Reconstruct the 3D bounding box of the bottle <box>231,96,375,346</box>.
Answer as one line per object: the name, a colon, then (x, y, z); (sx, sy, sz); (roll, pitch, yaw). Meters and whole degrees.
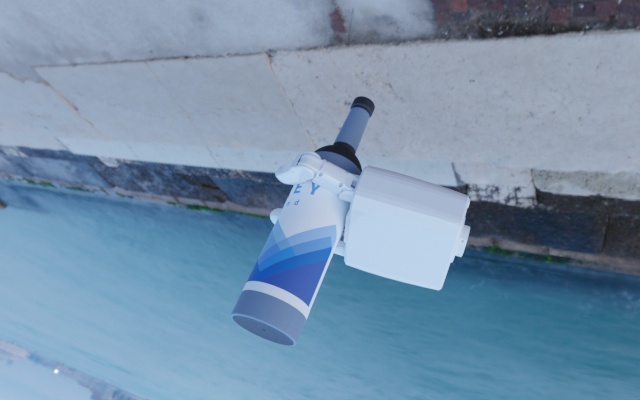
bottle: (0.000, 0.002, 0.508); (0.069, 0.295, 0.069); (18, -29, 11)
